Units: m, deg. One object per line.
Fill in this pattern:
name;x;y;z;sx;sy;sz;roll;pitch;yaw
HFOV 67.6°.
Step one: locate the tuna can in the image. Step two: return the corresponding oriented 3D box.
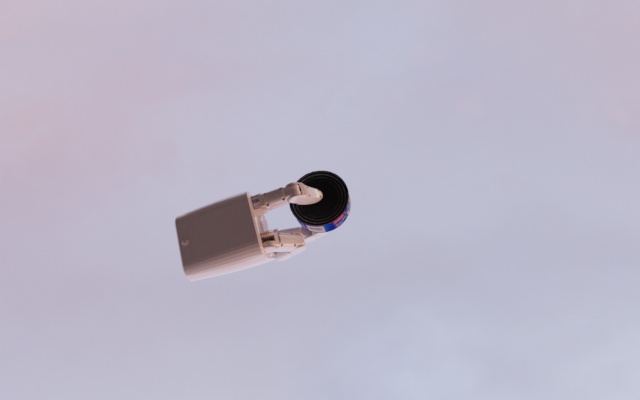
tuna can;0.000;0.002;0.682;0.086;0.086;0.034;0;-24;11
